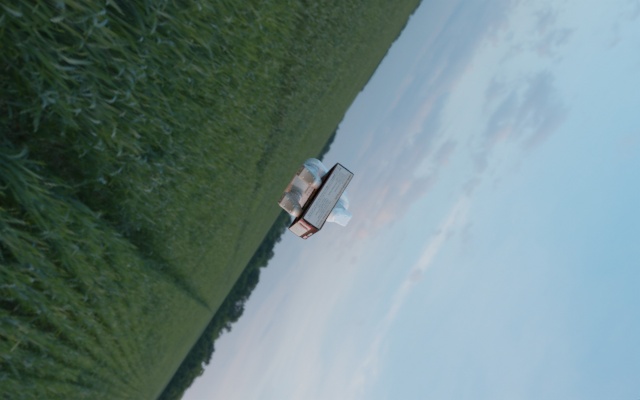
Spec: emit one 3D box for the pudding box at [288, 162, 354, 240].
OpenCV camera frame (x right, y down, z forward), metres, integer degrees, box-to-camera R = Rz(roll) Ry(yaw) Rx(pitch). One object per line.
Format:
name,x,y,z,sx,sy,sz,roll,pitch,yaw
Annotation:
pudding box,0.000,0.003,0.763,0.039,0.113,0.090,32,-20,-6
